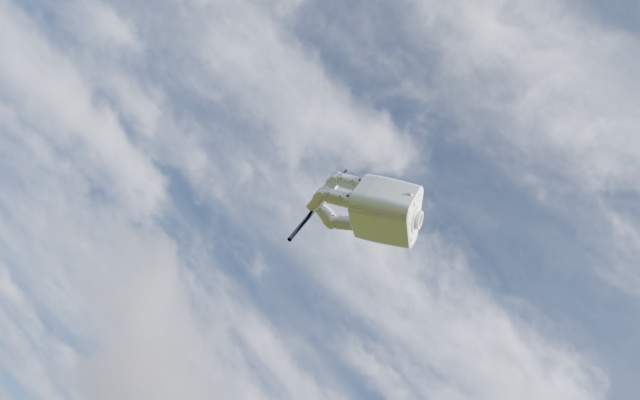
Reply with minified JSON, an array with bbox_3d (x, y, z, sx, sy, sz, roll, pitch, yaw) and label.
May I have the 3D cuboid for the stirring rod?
[{"bbox_3d":[0.000,0.003,0.892,0.011,0.011,0.239,0,32,31],"label":"stirring rod"}]
